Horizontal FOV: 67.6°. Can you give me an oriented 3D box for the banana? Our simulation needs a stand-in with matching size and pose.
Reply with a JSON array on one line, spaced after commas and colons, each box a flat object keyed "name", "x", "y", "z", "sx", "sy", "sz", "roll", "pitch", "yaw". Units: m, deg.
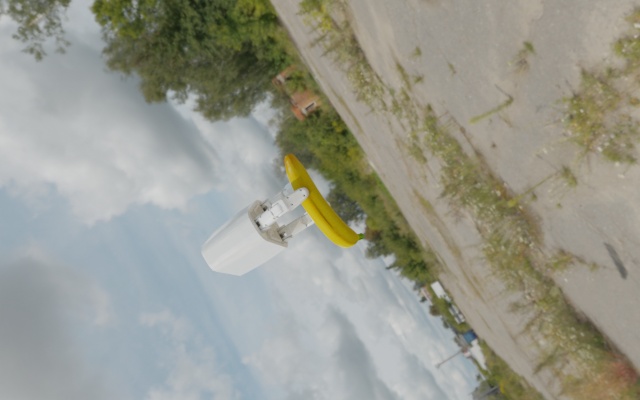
[{"name": "banana", "x": 0.002, "y": 0.013, "z": 0.772, "sx": 0.037, "sy": 0.198, "sz": 0.069, "roll": -35, "pitch": 18, "yaw": 16}]
